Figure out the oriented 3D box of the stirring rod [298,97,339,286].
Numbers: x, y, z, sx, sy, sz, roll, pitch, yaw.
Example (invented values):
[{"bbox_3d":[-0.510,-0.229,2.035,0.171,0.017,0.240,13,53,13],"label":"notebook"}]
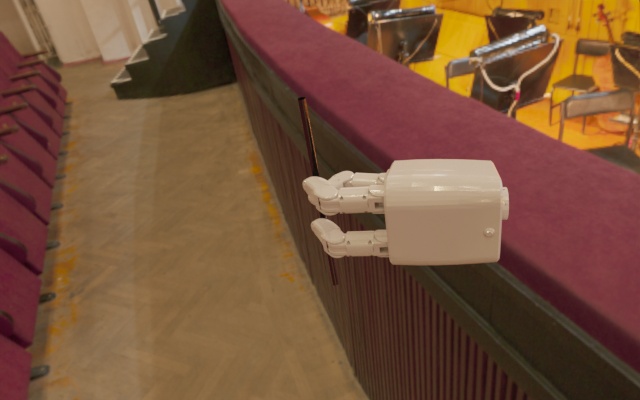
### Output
[{"bbox_3d":[0.000,0.002,0.527,0.011,0.240,0.011,-7,32,5],"label":"stirring rod"}]
